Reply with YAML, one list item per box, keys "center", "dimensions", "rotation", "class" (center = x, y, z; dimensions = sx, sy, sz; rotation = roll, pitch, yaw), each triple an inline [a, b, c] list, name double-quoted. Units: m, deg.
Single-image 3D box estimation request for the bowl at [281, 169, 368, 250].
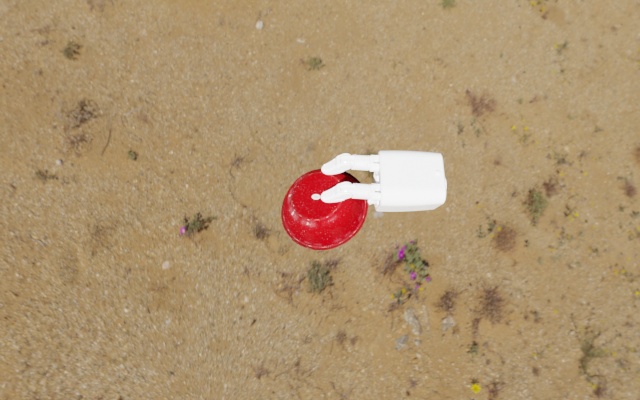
- center: [-0.001, 0.003, 0.838]
  dimensions: [0.162, 0.162, 0.055]
  rotation: [0, -25, 15]
  class: "bowl"
